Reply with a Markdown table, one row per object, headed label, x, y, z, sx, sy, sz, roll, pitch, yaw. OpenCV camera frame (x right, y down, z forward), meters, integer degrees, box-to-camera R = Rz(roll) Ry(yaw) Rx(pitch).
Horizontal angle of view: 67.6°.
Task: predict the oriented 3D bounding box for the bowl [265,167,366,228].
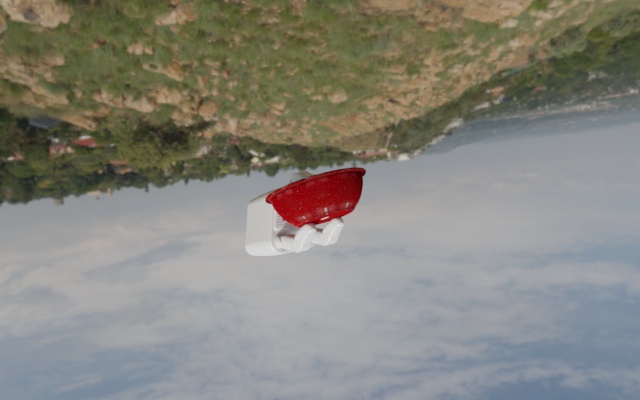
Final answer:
| label | x | y | z | sx | sy | sz | roll | pitch | yaw |
| --- | --- | --- | --- | --- | --- | --- | --- | --- | --- |
| bowl | 0.001 | 0.002 | 0.730 | 0.162 | 0.055 | 0.162 | -16 | -9 | -3 |
